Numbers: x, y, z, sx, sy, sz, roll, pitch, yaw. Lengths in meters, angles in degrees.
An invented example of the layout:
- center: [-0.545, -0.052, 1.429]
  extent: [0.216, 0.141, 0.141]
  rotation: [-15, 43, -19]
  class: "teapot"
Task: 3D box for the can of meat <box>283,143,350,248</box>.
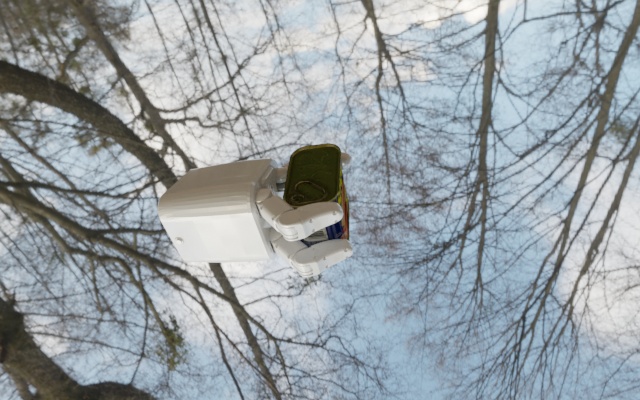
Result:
- center: [0.000, 0.002, 0.521]
  extent: [0.057, 0.084, 0.102]
  rotation: [-6, 40, 10]
  class: "can of meat"
